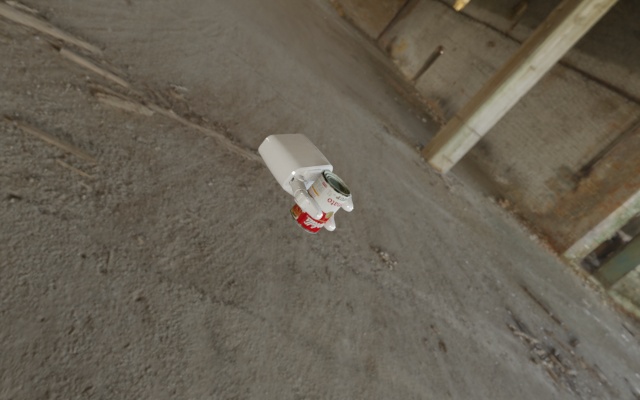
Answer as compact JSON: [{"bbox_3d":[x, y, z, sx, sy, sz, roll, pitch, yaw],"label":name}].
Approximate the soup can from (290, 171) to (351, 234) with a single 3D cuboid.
[{"bbox_3d":[0.001,0.003,0.894,0.102,0.068,0.068,-48,-22,21],"label":"soup can"}]
